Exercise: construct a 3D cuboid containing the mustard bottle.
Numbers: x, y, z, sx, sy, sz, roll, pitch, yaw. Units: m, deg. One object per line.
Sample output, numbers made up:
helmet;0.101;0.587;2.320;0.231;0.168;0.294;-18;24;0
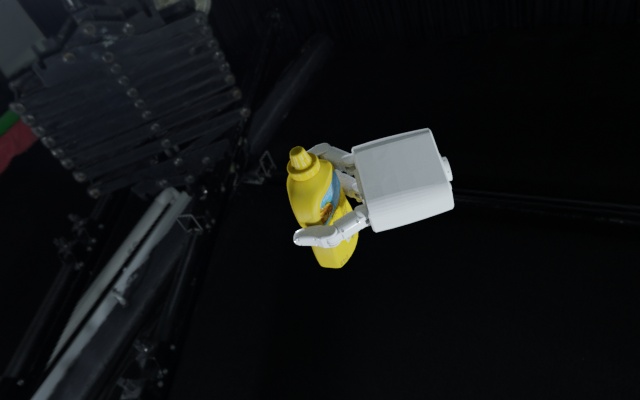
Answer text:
mustard bottle;0.000;0.002;0.649;0.058;0.096;0.192;3;-40;25
